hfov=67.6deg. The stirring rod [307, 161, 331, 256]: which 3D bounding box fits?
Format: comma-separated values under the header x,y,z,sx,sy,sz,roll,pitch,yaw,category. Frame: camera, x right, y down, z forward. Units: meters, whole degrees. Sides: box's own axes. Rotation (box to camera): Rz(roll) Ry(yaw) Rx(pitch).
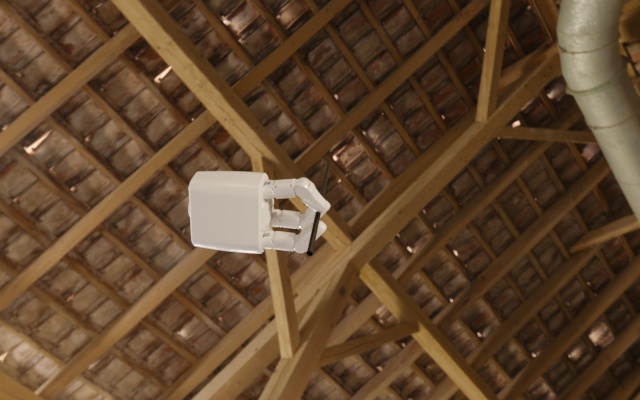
x,y,z,sx,sy,sz,roll,pitch,yaw,category
0.000,0.002,0.713,0.011,0.011,0.239,0,34,8,stirring rod
